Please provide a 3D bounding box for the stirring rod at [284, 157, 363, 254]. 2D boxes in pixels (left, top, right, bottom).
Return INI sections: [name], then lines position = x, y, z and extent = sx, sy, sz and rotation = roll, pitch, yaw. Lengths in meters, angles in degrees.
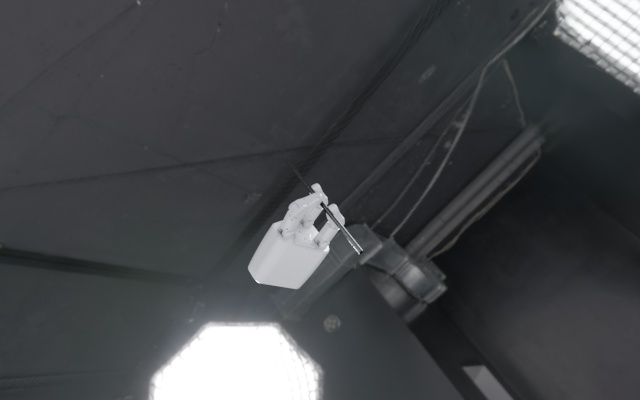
[stirring rod]
position = 0.000, 0.003, 0.817
extent = 0.011, 0.011, 0.239
rotation = 0, 41, -46
